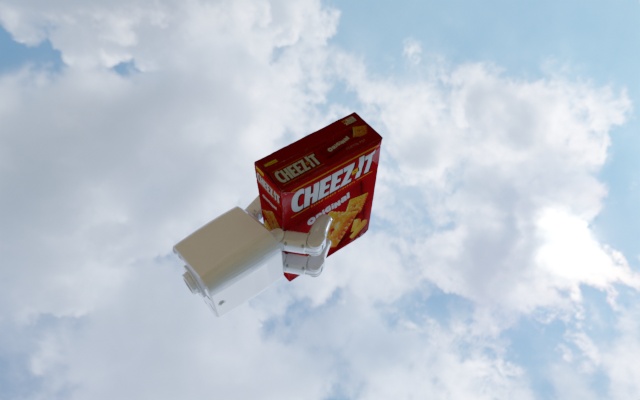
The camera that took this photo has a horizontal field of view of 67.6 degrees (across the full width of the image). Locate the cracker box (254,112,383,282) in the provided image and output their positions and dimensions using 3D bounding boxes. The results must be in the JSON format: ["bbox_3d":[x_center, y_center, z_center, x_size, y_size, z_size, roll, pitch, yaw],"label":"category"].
[{"bbox_3d":[0.000,0.002,0.685,0.164,0.072,0.214,-30,-32,-23],"label":"cracker box"}]
